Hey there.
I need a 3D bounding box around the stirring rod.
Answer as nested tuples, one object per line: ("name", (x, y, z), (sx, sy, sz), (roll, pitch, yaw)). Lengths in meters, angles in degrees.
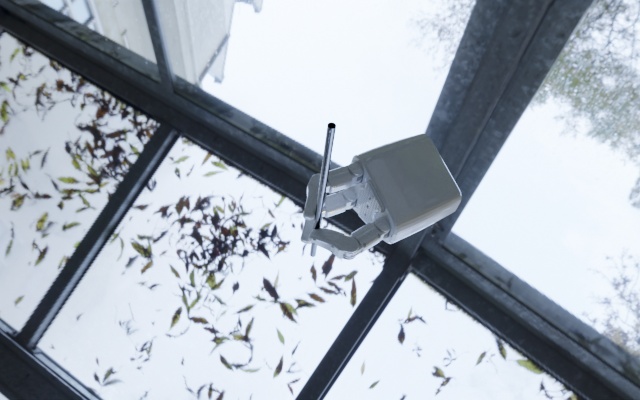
("stirring rod", (0.000, 0.002, 0.523), (0.011, 0.011, 0.240), (0, -35, -6))
